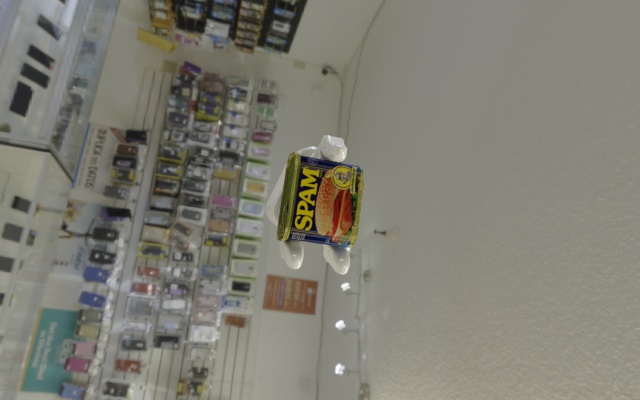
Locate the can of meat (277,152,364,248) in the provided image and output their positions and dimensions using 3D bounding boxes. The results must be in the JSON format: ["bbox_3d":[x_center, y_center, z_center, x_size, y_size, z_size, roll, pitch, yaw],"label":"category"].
[{"bbox_3d":[0.000,0.002,0.552,0.084,0.102,0.057,9,-4,-14],"label":"can of meat"}]
